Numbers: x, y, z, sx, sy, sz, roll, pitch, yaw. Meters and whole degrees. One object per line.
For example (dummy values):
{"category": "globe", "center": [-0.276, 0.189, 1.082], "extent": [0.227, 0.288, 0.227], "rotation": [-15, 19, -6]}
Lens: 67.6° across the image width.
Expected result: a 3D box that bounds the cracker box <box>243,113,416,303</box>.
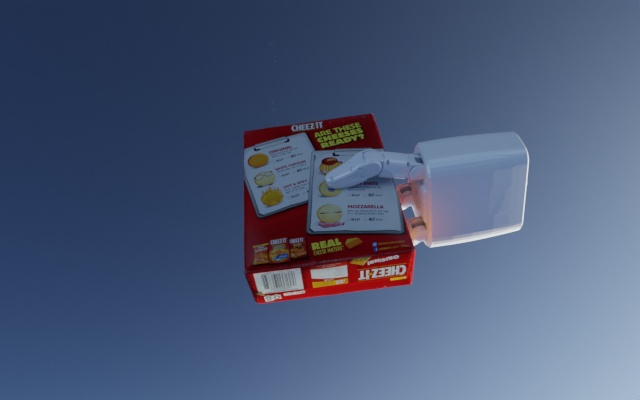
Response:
{"category": "cracker box", "center": [0.000, 0.002, 0.536], "extent": [0.164, 0.213, 0.072], "rotation": [-8, -43, -1]}
